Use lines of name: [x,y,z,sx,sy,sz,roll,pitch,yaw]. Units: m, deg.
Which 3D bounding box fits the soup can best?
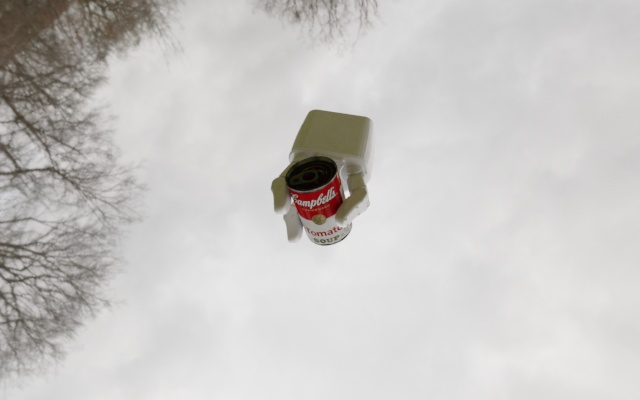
soup can: [0.000,0.003,0.628,0.068,0.102,0.068,-10,41,9]
